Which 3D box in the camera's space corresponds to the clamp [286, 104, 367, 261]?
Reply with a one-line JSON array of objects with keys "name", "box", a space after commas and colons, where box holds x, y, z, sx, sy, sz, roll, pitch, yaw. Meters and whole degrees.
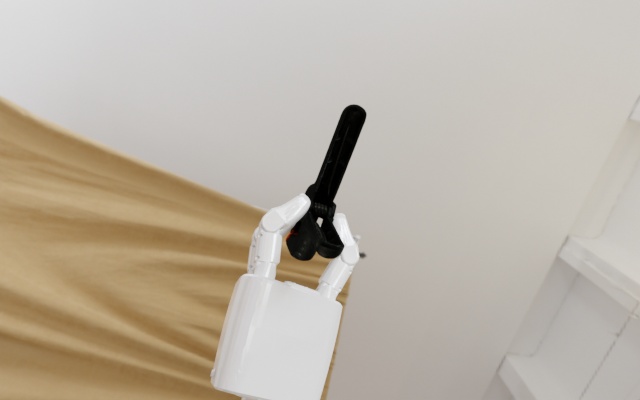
[{"name": "clamp", "box": [0.001, 0.002, 0.530, 0.036, 0.164, 0.210, 17, -21, -9]}]
